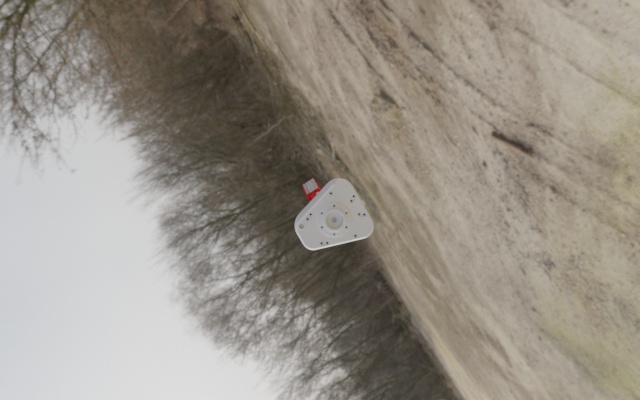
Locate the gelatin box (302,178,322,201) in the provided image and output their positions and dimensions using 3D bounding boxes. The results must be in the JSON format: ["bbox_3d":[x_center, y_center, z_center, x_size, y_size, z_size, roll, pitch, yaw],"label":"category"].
[{"bbox_3d":[0.000,0.003,0.880,0.030,0.073,0.089,-32,15,0],"label":"gelatin box"}]
